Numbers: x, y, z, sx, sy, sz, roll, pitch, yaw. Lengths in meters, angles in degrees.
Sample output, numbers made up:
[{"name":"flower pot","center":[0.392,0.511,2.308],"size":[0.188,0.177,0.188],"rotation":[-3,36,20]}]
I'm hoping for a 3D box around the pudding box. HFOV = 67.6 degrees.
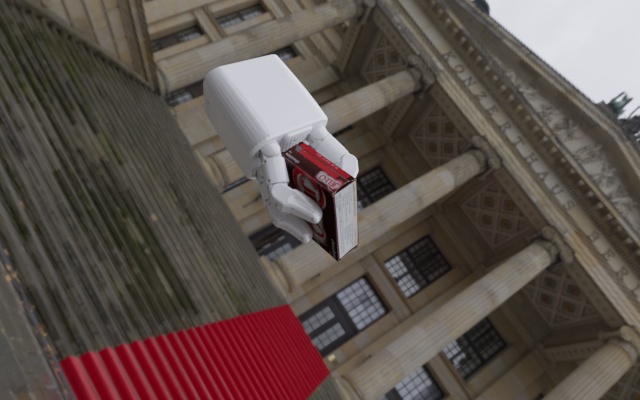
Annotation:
[{"name":"pudding box","center":[0.000,0.002,0.536],"size":[0.039,0.114,0.090],"rotation":[-34,51,-22]}]
